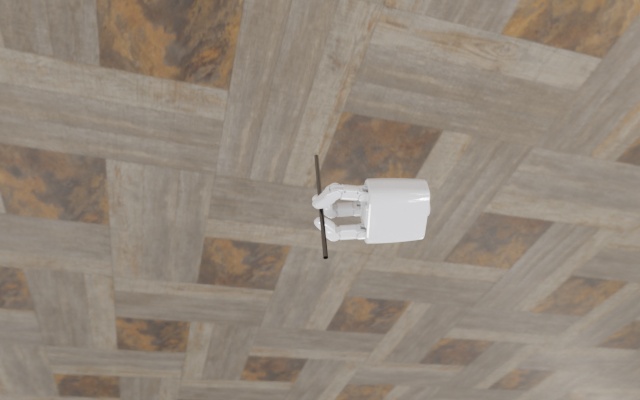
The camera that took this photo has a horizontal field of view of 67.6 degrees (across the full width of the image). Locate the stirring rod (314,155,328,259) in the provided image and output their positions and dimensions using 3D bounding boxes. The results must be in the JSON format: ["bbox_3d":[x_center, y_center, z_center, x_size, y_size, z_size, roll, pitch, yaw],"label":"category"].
[{"bbox_3d":[0.000,0.003,0.842,0.011,0.239,0.011,-3,-42,-3],"label":"stirring rod"}]
